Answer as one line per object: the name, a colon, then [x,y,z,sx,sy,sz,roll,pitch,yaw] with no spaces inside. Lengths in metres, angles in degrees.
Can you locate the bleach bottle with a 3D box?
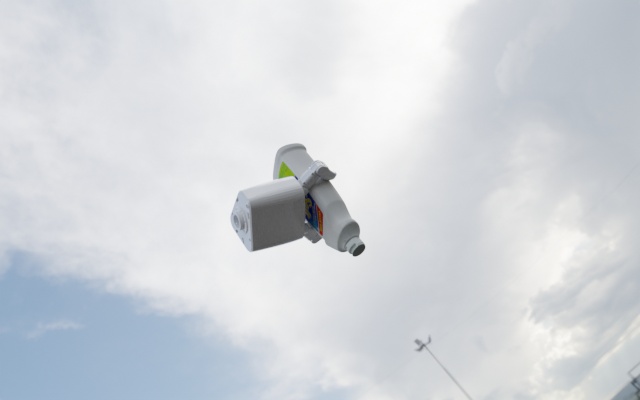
bleach bottle: [0.000,0.003,0.876,0.068,0.103,0.250,-15,46,-31]
